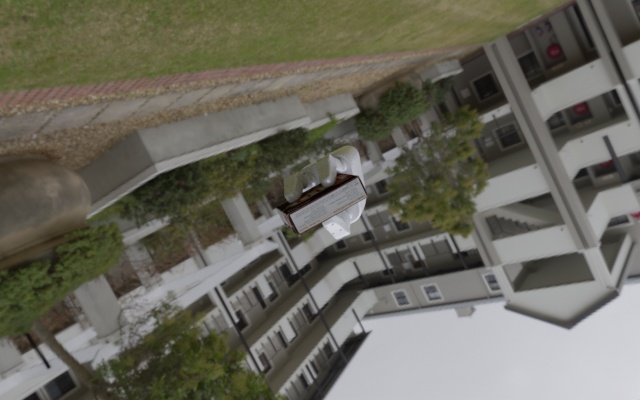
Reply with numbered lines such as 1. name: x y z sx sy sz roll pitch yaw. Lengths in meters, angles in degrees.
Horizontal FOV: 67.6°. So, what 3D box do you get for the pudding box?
1. pudding box: 0.000 0.002 0.670 0.113 0.039 0.090 -31 11 -10
